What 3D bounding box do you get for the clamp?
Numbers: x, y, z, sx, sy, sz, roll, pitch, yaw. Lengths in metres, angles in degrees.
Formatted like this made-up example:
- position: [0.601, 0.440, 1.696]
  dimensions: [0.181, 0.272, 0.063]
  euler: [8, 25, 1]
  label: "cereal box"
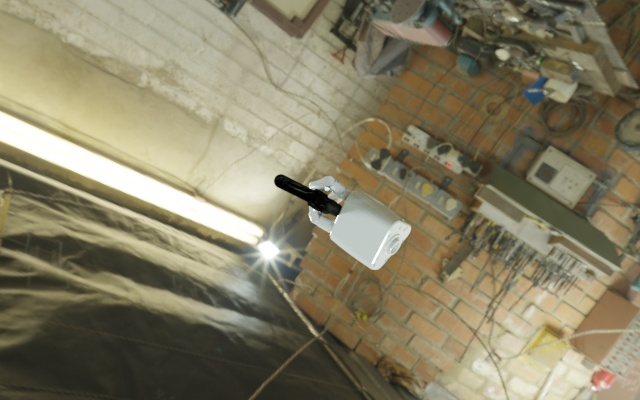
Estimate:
- position: [0.000, 0.003, 0.873]
  dimensions: [0.120, 0.039, 0.171]
  euler: [37, 8, 31]
  label: "clamp"
